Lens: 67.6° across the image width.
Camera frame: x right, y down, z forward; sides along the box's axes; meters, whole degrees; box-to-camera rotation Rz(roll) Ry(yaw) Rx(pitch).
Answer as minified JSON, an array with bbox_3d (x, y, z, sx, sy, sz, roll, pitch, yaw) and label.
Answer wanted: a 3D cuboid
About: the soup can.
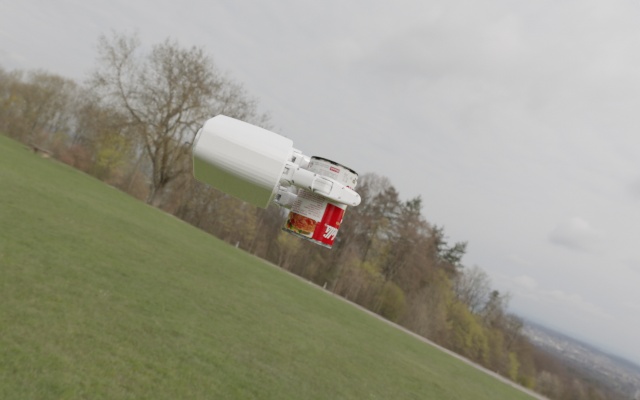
[{"bbox_3d":[0.001,0.002,0.612,0.068,0.102,0.068,21,-4,1],"label":"soup can"}]
